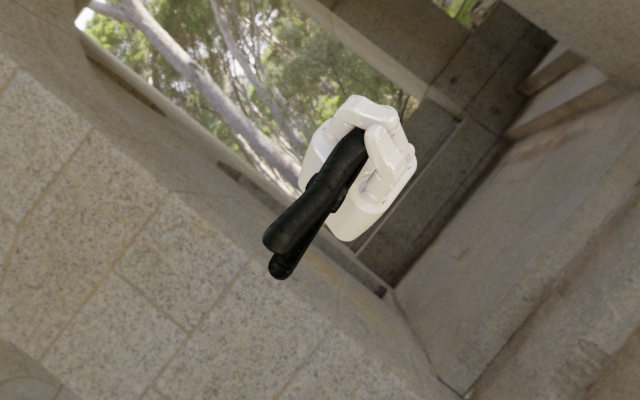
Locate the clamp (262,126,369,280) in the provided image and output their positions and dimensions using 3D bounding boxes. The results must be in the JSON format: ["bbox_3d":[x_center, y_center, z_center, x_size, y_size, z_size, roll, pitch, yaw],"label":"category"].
[{"bbox_3d":[0.000,0.001,0.450,0.039,0.171,0.120,38,-27,5],"label":"clamp"}]
